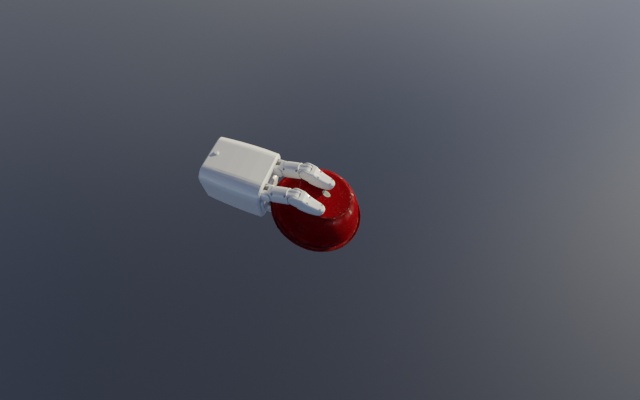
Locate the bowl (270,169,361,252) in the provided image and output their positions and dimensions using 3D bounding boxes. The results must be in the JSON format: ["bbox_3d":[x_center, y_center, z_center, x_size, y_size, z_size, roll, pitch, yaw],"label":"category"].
[{"bbox_3d":[0.002,0.003,0.804,0.162,0.162,0.055,0,-29,-19],"label":"bowl"}]
